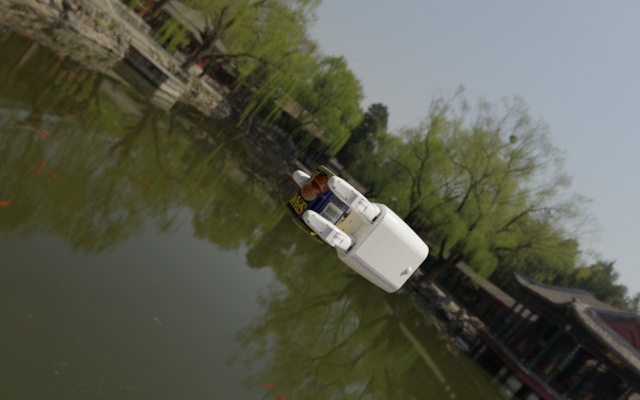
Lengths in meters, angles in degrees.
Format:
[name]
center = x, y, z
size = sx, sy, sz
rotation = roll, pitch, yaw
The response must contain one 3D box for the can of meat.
[can of meat]
center = 0.000, 0.002, 0.683
size = 0.057, 0.084, 0.102
rotation = 40, 2, -21
